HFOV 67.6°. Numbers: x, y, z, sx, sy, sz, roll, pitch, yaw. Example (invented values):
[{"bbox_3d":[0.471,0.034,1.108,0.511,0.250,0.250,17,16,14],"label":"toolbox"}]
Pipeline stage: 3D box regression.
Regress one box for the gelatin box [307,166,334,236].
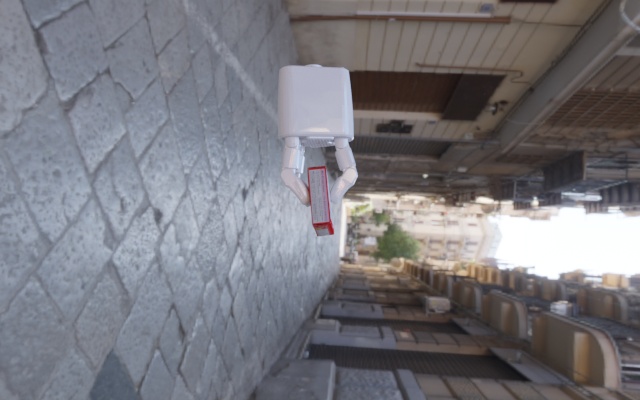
[{"bbox_3d":[0.001,0.003,0.709,0.030,0.089,0.073,-7,-17,3],"label":"gelatin box"}]
